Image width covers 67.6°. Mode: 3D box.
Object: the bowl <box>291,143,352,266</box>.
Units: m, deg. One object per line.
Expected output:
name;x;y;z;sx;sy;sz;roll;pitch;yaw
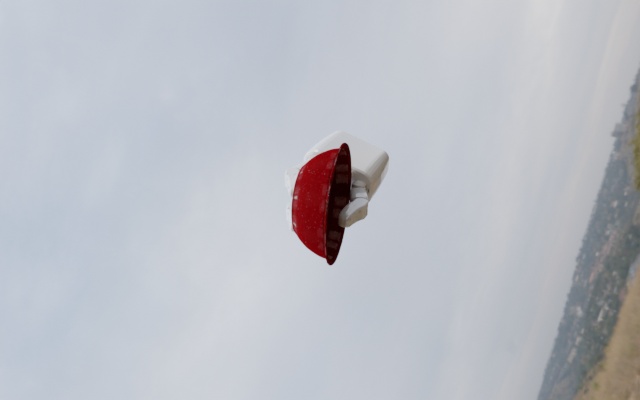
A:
bowl;-0.001;0.002;0.628;0.055;0.162;0.162;7;1;11
